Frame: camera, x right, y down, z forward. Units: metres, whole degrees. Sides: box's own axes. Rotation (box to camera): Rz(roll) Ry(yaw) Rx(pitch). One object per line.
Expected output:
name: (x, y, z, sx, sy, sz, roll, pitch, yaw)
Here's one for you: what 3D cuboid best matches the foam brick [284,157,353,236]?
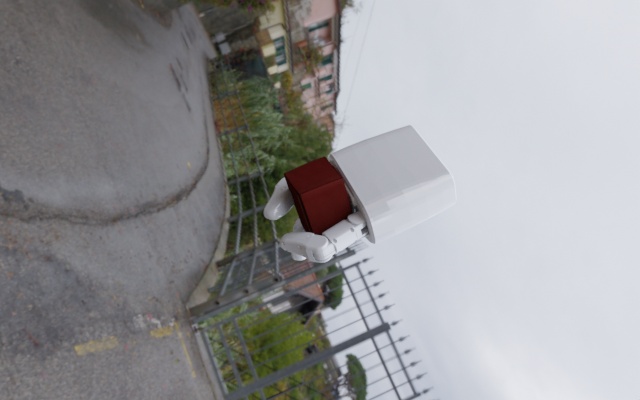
foam brick: (0.000, 0.002, 0.521, 0.051, 0.078, 0.053, -24, 37, -8)
